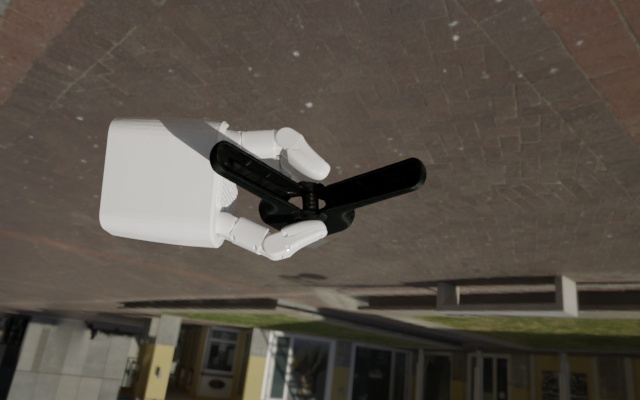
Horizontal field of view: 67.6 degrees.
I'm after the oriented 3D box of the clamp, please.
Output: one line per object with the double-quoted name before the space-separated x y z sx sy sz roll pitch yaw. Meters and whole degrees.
"clamp" 0.000 0.002 0.442 0.164 0.036 0.210 3 -19 2
